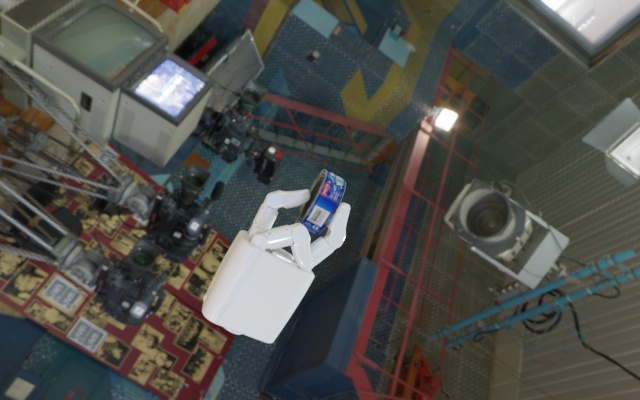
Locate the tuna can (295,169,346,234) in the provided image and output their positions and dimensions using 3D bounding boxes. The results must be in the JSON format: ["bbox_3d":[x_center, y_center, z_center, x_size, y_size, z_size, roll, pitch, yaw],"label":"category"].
[{"bbox_3d":[0.001,0.002,0.650,0.034,0.086,0.086,28,-5,-10],"label":"tuna can"}]
